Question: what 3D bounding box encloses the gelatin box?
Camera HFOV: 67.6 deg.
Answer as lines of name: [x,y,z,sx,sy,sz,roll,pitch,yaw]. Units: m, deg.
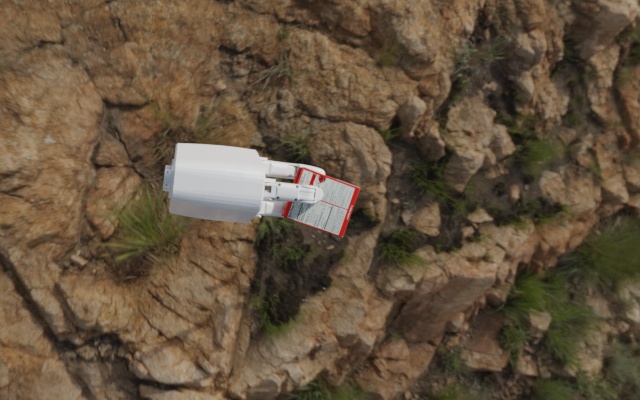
gelatin box: [0.001,0.002,0.655,0.089,0.073,0.030,19,-1,-12]
